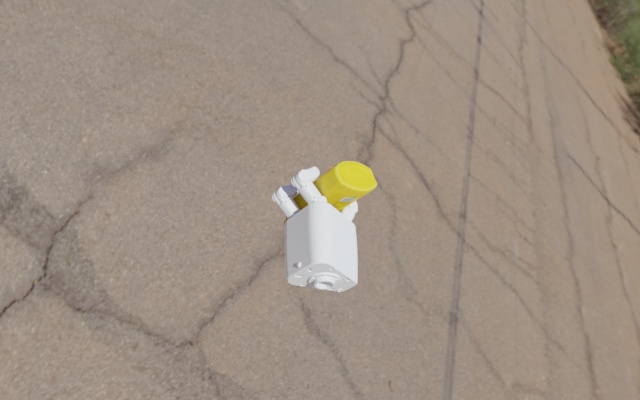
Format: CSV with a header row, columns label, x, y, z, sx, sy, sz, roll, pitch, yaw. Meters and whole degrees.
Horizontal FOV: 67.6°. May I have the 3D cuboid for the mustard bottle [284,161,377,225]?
label,x,y,z,sx,sy,sz,roll,pitch,yaw
mustard bottle,0.000,0.002,0.824,0.096,0.058,0.192,-3,-25,-46
